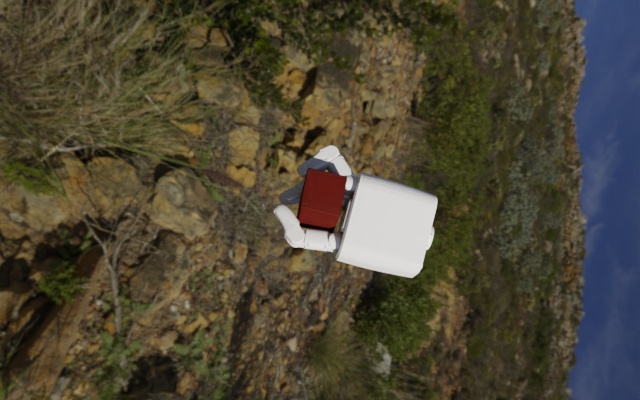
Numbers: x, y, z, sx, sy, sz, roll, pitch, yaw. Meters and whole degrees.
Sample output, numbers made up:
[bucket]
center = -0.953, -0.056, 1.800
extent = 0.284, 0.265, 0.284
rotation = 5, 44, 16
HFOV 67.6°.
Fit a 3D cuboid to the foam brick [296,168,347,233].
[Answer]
[foam brick]
center = 0.000, 0.002, 0.605
extent = 0.051, 0.053, 0.078
rotation = 13, -22, -1
